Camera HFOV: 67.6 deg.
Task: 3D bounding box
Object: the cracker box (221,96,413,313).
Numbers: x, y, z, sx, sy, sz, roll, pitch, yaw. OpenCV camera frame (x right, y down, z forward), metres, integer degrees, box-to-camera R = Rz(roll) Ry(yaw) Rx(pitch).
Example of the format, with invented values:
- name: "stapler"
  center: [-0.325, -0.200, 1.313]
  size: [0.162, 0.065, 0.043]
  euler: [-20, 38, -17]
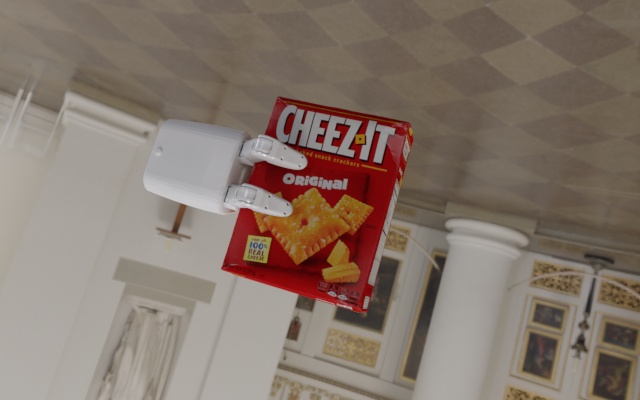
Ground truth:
- name: "cracker box"
  center: [0.000, 0.002, 0.549]
  size: [0.164, 0.213, 0.072]
  euler: [14, -9, 14]
